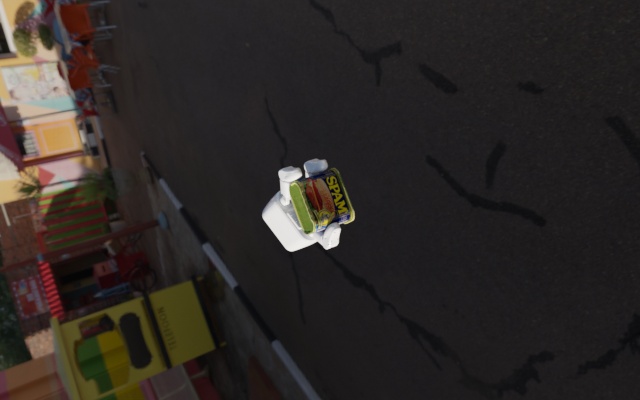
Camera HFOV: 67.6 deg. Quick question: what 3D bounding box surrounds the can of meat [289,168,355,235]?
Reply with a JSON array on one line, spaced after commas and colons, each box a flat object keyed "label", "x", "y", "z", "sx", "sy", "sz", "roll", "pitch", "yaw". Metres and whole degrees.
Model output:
[{"label": "can of meat", "x": 0.000, "y": 0.003, "z": 0.844, "sx": 0.084, "sy": 0.102, "sz": 0.057, "roll": -18, "pitch": -6, "yaw": -27}]
